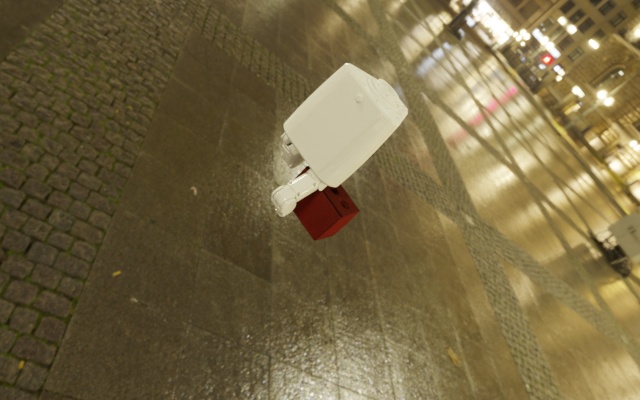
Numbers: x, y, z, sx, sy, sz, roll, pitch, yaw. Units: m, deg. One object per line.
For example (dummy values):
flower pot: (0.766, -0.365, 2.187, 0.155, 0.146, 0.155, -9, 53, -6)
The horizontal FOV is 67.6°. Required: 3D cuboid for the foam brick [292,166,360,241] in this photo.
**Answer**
foam brick: (0.000, 0.002, 0.591, 0.051, 0.078, 0.053, -41, -13, 25)
